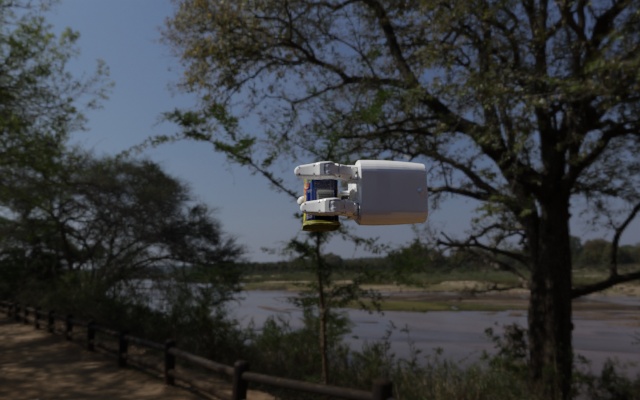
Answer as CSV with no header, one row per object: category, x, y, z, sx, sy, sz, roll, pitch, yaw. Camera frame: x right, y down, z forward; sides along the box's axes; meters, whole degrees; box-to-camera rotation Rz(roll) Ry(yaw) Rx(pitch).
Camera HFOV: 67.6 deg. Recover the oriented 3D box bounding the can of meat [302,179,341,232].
can of meat,0.000,0.002,0.752,0.057,0.084,0.102,0,-9,-4
